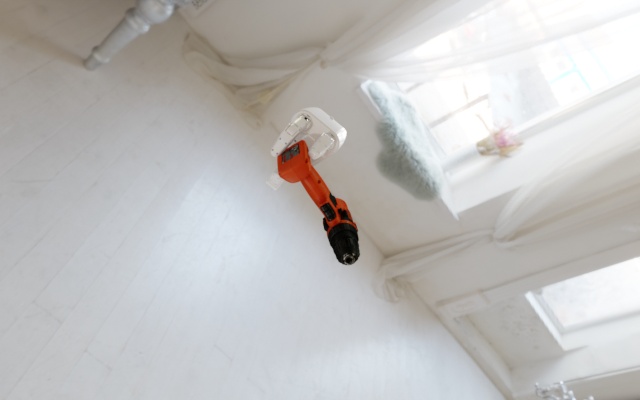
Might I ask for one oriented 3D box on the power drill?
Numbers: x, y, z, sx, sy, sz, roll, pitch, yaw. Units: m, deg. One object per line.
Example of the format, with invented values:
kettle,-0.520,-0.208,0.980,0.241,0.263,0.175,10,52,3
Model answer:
power drill,0.000,0.002,0.796,0.057,0.188,0.184,-30,26,7
